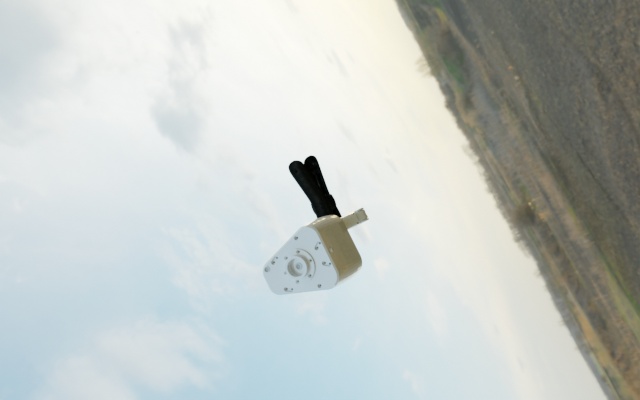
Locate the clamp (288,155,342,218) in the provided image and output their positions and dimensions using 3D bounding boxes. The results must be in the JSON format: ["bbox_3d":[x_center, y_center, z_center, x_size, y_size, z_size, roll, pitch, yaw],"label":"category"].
[{"bbox_3d":[0.000,0.003,0.771,0.039,0.171,0.120,-28,-6,20],"label":"clamp"}]
